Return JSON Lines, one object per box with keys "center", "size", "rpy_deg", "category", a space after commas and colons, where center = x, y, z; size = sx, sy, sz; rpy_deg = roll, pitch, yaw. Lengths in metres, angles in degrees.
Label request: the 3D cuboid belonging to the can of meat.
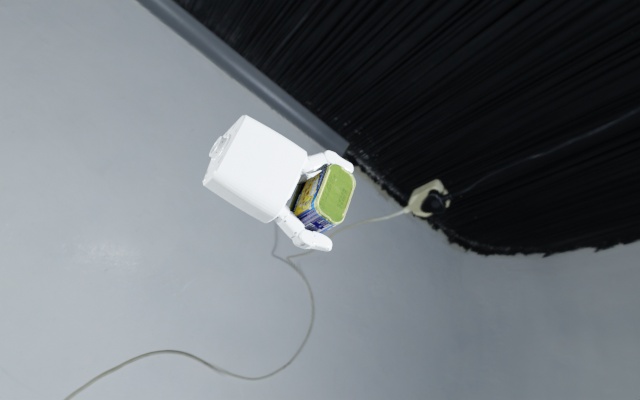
{"center": [0.000, 0.002, 0.716], "size": [0.057, 0.102, 0.084], "rpy_deg": [34, -37, -19], "category": "can of meat"}
